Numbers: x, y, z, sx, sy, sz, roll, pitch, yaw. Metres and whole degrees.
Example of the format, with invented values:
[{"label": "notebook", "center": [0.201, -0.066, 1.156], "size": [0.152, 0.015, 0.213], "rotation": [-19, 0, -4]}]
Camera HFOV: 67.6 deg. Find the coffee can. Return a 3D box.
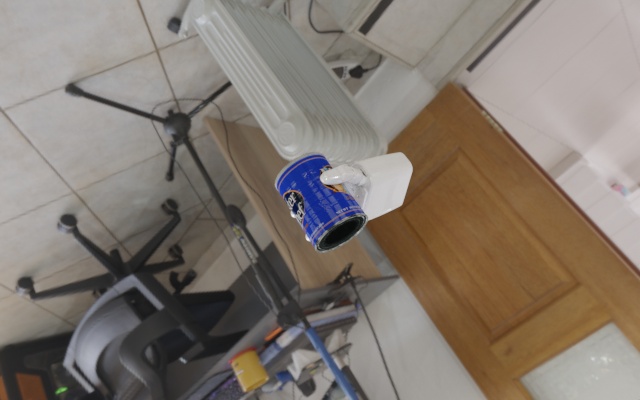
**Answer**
[{"label": "coffee can", "center": [0.000, 0.003, 0.811], "size": [0.103, 0.140, 0.103], "rotation": [-28, -25, -14]}]
